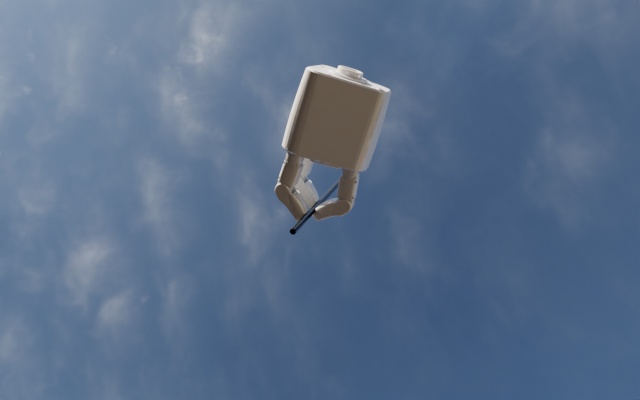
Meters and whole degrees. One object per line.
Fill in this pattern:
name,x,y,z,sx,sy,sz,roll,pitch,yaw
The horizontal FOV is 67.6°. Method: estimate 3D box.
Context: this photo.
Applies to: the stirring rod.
stirring rod,0.000,0.002,0.686,0.011,0.011,0.239,0,17,17
